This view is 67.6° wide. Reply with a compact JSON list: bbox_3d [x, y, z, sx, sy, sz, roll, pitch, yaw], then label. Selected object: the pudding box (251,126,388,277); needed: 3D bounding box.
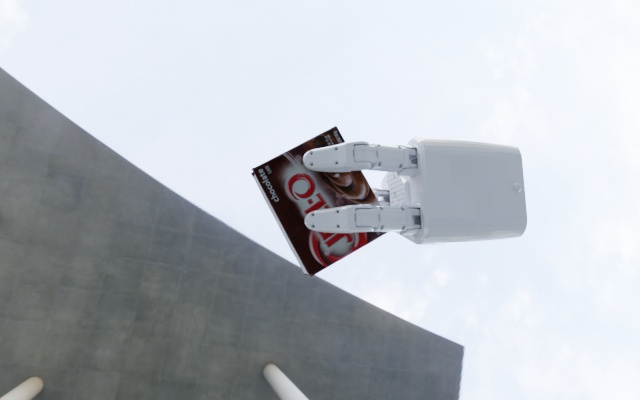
[{"bbox_3d":[0.000,0.001,0.447,0.090,0.113,0.039,-29,-2,-14],"label":"pudding box"}]
